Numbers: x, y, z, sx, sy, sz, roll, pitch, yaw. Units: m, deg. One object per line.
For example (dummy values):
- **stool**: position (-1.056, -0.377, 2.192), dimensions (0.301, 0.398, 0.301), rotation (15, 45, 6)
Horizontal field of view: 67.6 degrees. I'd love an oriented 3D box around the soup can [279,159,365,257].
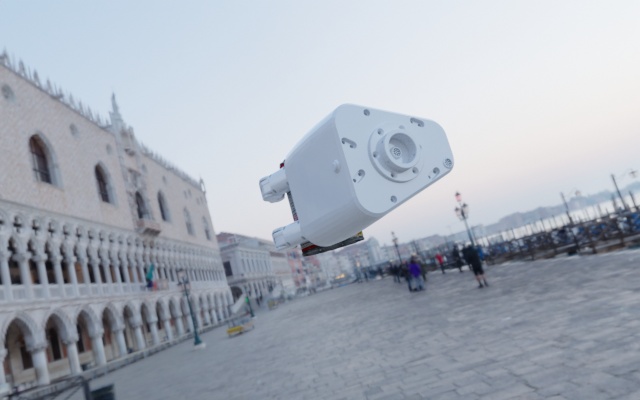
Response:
- **soup can**: position (0.000, 0.001, 0.508), dimensions (0.068, 0.102, 0.068), rotation (-16, -9, -3)
